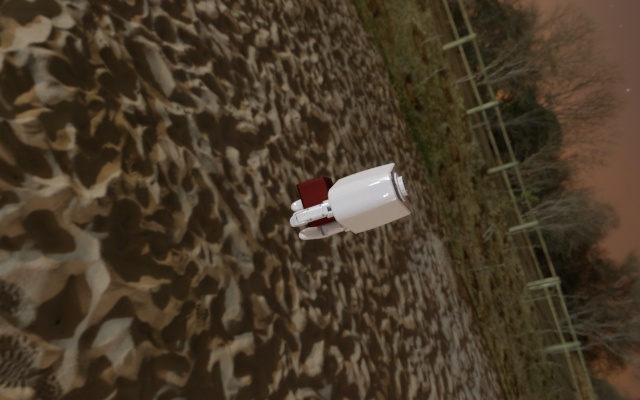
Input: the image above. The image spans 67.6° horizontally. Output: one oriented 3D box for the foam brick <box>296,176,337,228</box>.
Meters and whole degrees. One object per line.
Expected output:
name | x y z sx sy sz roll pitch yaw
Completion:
foam brick | 0.000 0.002 0.820 0.051 0.078 0.053 -19 -7 17
